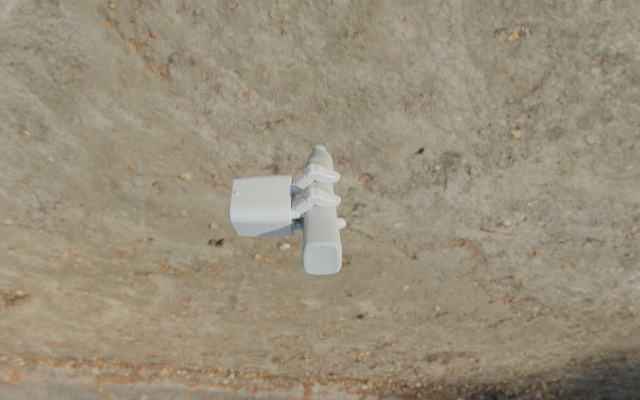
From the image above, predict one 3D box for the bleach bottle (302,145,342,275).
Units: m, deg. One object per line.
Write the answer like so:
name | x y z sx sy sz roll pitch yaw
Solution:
bleach bottle | 0.000 0.003 0.876 0.068 0.250 0.103 -1 -39 0
